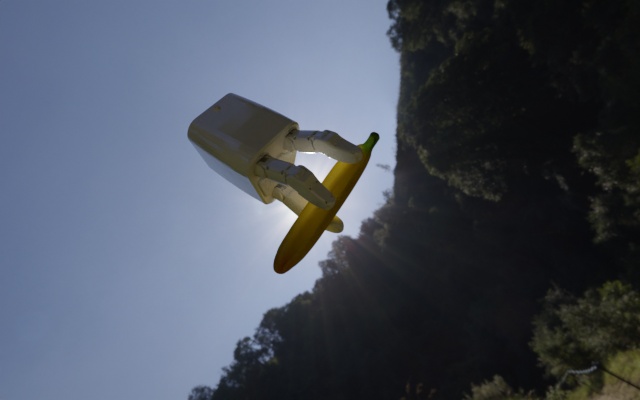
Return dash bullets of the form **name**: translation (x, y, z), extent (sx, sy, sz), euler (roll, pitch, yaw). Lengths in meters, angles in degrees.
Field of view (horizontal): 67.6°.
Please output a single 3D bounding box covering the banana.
- **banana**: translation (0.004, 0.003, 0.571), extent (0.037, 0.198, 0.070), euler (32, -8, 11)
